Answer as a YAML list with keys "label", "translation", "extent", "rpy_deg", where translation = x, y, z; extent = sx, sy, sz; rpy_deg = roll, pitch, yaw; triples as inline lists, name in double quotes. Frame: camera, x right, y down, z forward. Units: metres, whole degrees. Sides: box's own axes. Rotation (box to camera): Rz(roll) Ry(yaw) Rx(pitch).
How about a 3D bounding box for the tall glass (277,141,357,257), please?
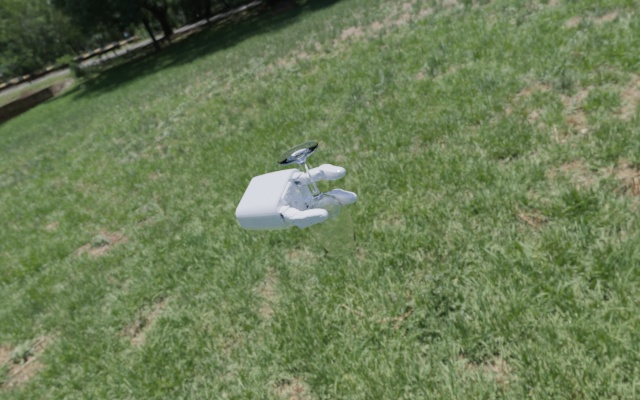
- label: "tall glass"
  translation: [0.000, 0.002, 0.831]
  extent: [0.079, 0.201, 0.079]
  rpy_deg: [-21, 25, 10]
